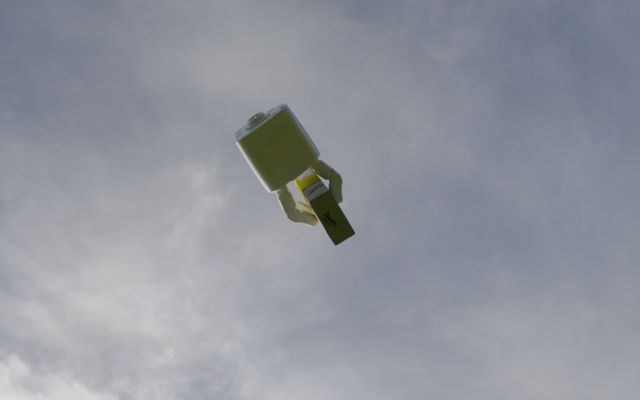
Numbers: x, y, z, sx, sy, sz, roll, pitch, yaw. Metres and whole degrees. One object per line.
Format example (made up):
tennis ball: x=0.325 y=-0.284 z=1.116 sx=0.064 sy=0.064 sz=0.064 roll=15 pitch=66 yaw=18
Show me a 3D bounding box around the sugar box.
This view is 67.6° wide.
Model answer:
sugar box: x=0.000 y=0.003 z=0.836 sx=0.048 sy=0.093 sz=0.176 roll=-31 pitch=21 yaw=1
